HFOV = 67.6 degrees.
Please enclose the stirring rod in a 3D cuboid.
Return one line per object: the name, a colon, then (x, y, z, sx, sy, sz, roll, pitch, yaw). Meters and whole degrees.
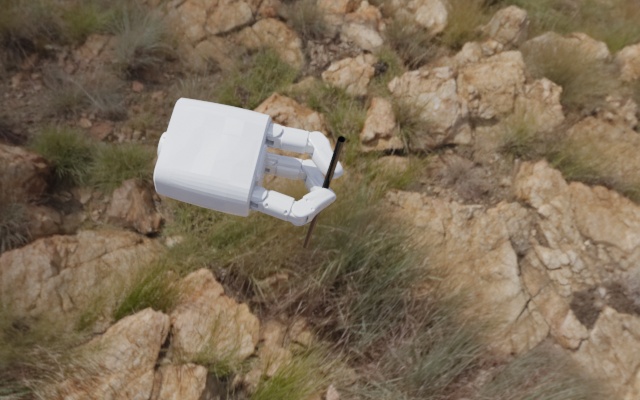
stirring rod: (0.000, 0.002, 0.575, 0.011, 0.011, 0.240, 0, -31, -12)
